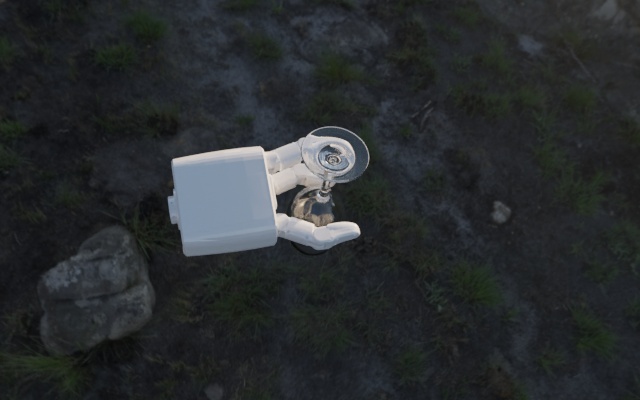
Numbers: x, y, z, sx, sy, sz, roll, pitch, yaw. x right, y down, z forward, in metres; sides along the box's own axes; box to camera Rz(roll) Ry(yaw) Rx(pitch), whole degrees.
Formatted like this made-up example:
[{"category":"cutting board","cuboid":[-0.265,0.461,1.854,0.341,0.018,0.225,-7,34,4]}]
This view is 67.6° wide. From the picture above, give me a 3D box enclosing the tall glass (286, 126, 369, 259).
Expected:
[{"category":"tall glass","cuboid":[0.000,0.002,0.590,0.079,0.079,0.201,0,-32,-10]}]
